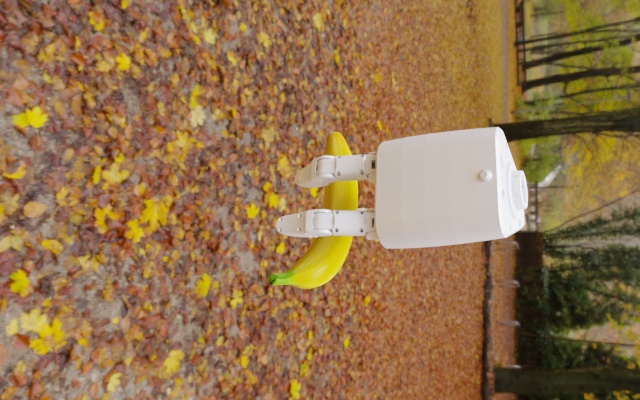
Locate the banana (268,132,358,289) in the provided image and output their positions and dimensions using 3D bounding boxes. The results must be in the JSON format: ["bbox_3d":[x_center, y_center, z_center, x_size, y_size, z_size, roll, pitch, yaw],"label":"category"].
[{"bbox_3d":[0.009,0.016,0.501,0.037,0.197,0.070,-11,-45,37],"label":"banana"}]
